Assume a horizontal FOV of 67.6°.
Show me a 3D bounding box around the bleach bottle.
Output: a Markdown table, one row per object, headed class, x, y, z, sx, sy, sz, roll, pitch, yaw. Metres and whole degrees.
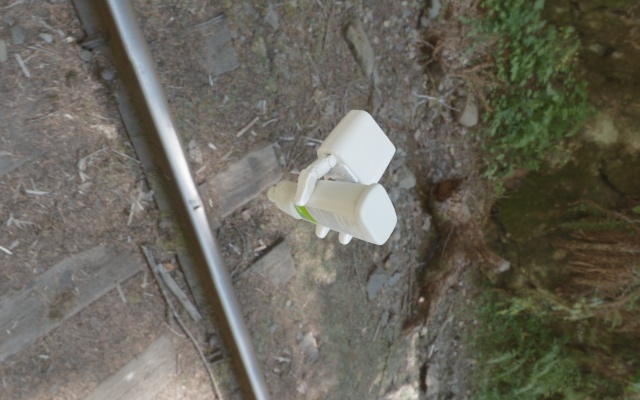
| class | x | y | z | sx | sy | sz | roll | pitch | yaw |
| --- | --- | --- | --- | --- | --- | --- | --- | --- | --- |
| bleach bottle | 0.000 | 0.003 | 0.803 | 0.251 | 0.068 | 0.103 | 13 | -32 | 41 |
